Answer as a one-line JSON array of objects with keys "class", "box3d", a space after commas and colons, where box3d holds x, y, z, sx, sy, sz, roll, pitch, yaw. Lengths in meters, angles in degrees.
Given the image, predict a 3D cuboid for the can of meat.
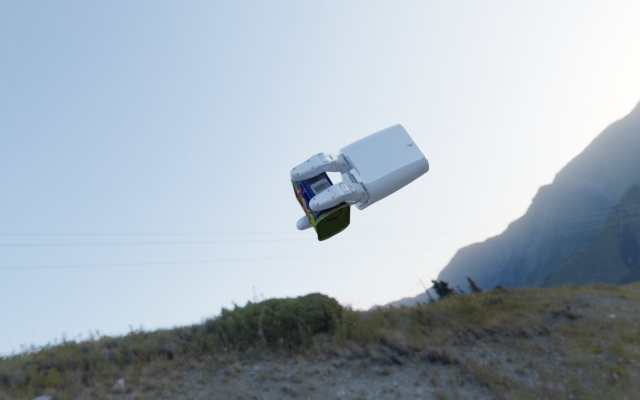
[{"class": "can of meat", "box3d": [0.000, 0.002, 0.716, 0.057, 0.084, 0.102, -28, -21, -8]}]
